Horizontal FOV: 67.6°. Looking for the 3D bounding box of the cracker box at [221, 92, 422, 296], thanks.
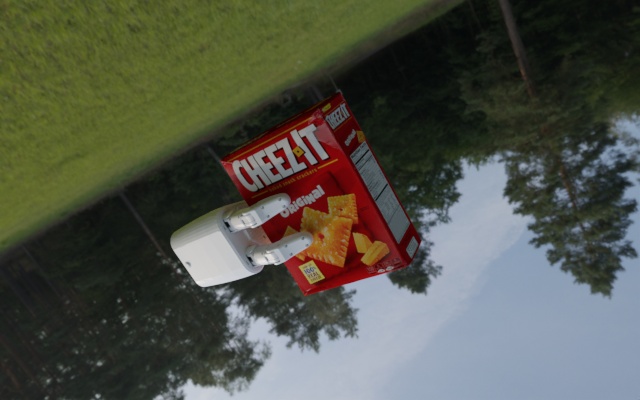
[{"bbox_3d":[0.000,0.002,0.591,0.164,0.214,0.072,-22,16,34],"label":"cracker box"}]
